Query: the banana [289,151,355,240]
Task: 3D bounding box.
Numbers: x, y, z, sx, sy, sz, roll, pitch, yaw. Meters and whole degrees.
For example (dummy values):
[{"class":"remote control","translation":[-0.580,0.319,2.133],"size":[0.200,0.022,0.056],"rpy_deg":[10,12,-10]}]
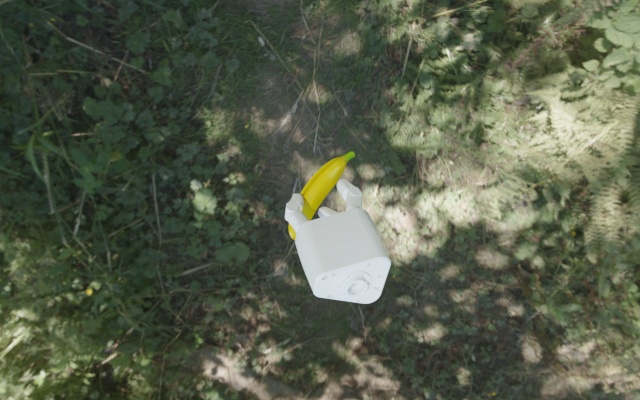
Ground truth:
[{"class":"banana","translation":[-0.010,0.000,0.811],"size":[0.069,0.198,0.037],"rpy_deg":[2,41,-51]}]
